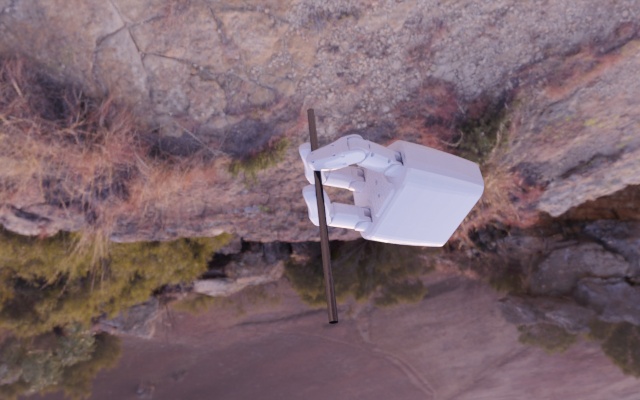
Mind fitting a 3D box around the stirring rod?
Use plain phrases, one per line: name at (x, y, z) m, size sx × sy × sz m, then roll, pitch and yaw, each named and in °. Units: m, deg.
stirring rod at (0.000, 0.001, 0.465) m, size 0.011 × 0.239 × 0.011 m, roll -4°, pitch -32°, yaw -3°
